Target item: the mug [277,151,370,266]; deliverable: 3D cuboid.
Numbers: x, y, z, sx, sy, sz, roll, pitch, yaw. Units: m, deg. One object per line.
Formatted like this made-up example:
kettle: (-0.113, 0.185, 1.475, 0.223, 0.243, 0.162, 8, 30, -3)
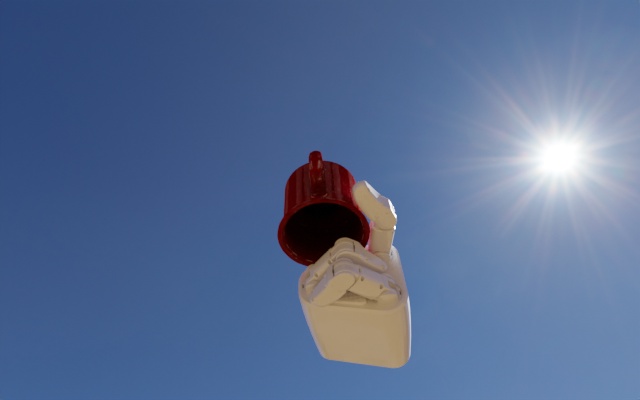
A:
mug: (0.000, 0.000, 0.501, 0.093, 0.117, 0.081, -8, 38, 4)
